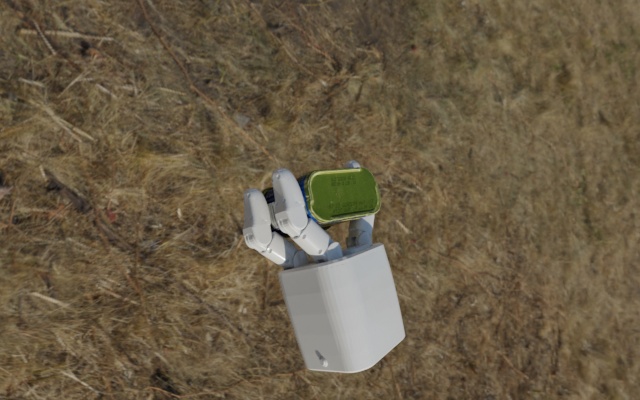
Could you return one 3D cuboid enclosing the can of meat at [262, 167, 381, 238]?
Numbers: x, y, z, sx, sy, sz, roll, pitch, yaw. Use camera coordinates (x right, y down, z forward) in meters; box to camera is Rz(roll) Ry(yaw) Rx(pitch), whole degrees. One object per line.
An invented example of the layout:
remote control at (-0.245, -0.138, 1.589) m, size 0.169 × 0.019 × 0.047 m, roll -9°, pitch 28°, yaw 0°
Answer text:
can of meat at (0.000, 0.001, 0.502) m, size 0.102 × 0.057 × 0.084 m, roll -8°, pitch -7°, yaw -41°
